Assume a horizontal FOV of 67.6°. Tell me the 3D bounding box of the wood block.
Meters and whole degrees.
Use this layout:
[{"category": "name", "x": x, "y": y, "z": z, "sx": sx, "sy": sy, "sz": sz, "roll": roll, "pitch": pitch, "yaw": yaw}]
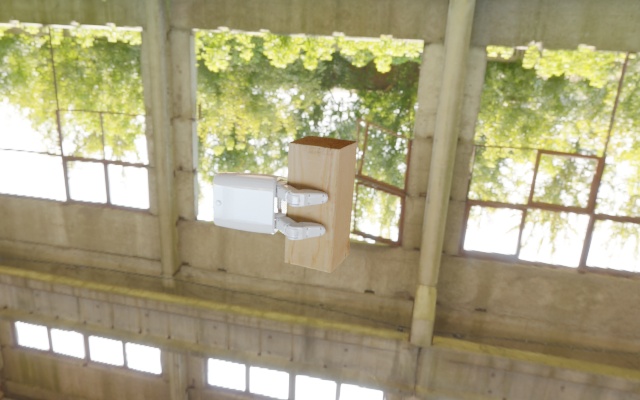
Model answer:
[{"category": "wood block", "x": 0.000, "y": 0.003, "z": 0.804, "sx": 0.090, "sy": 0.206, "sz": 0.091, "roll": 10, "pitch": 19, "yaw": 20}]
